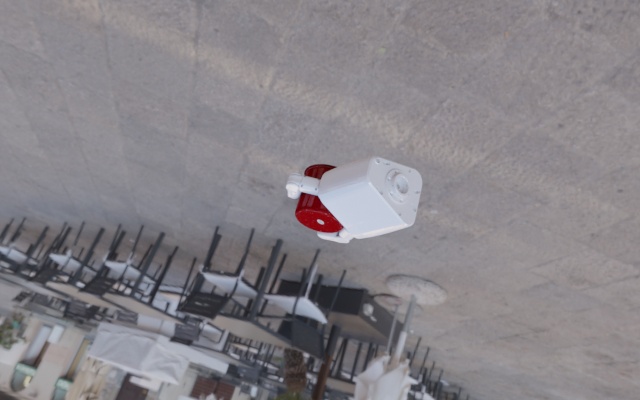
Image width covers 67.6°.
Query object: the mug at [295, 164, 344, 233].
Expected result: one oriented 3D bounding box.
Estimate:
[{"bbox_3d":[-0.001,0.003,0.783,0.093,0.081,0.117,32,-29,-28],"label":"mug"}]
